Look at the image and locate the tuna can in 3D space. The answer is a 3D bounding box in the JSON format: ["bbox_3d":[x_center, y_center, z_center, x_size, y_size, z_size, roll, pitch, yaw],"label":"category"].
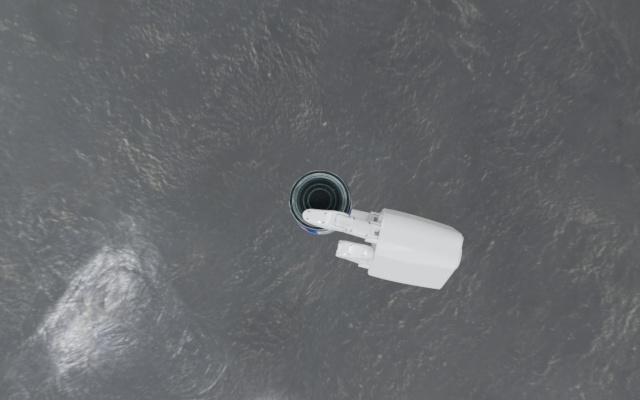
[{"bbox_3d":[0.000,0.002,0.650,0.086,0.086,0.034,0,-11,6],"label":"tuna can"}]
